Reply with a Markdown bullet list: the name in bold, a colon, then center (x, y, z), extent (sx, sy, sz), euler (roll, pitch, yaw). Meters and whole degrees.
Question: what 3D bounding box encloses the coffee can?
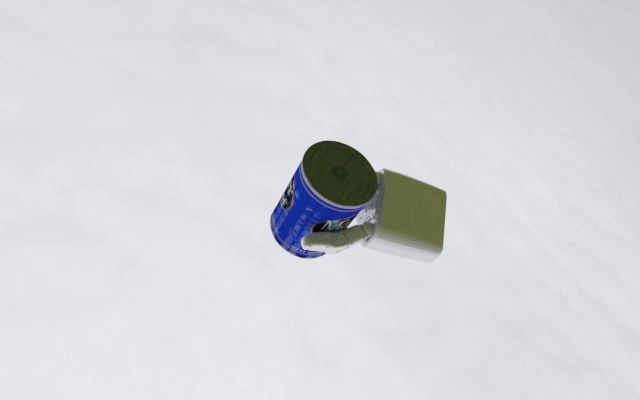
- **coffee can**: center (0.000, 0.002, 0.648), extent (0.103, 0.102, 0.140), euler (0, -33, -26)
